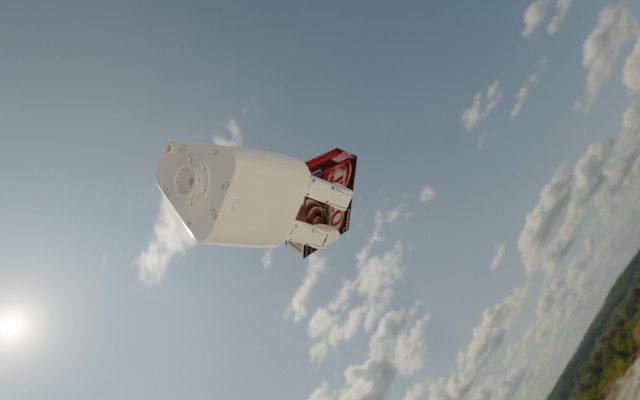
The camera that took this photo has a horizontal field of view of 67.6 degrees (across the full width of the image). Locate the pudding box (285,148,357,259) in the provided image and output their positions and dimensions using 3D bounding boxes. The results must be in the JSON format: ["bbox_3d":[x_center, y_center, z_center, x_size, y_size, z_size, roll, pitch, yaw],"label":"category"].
[{"bbox_3d":[0.000,0.002,0.583,0.039,0.114,0.090,30,40,32],"label":"pudding box"}]
